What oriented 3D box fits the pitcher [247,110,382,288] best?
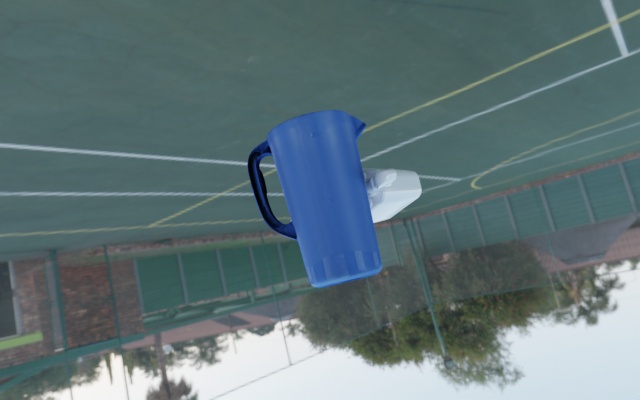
[{"bbox_3d":[0.000,0.002,0.707,0.145,0.243,0.149,-6,-12,-42],"label":"pitcher"}]
